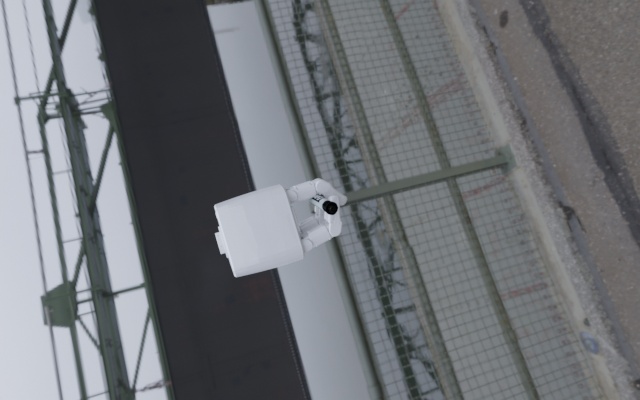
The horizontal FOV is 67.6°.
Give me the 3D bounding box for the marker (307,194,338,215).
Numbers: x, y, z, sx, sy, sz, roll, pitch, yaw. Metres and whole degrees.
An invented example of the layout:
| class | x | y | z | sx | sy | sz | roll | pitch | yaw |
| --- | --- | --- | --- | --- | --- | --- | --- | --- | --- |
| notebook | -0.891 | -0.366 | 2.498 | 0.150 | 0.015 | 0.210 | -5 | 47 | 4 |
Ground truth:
| class | x | y | z | sx | sy | sz | roll | pitch | yaw |
| --- | --- | --- | --- | --- | --- | --- | --- | --- | --- |
| marker | 0.000 | 0.002 | 0.708 | 0.020 | 0.020 | 0.121 | 0 | 10 | -17 |
